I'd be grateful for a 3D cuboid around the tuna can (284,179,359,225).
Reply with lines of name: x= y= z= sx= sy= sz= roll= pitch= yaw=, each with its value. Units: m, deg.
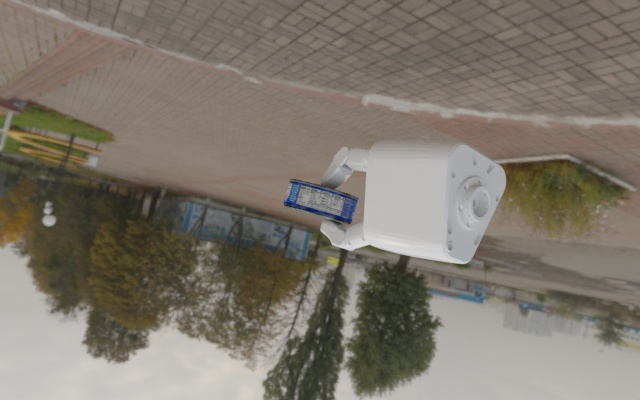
tuna can: x=0.000 y=0.002 z=0.569 sx=0.086 sy=0.034 sz=0.086 roll=16 pitch=-3 yaw=1
